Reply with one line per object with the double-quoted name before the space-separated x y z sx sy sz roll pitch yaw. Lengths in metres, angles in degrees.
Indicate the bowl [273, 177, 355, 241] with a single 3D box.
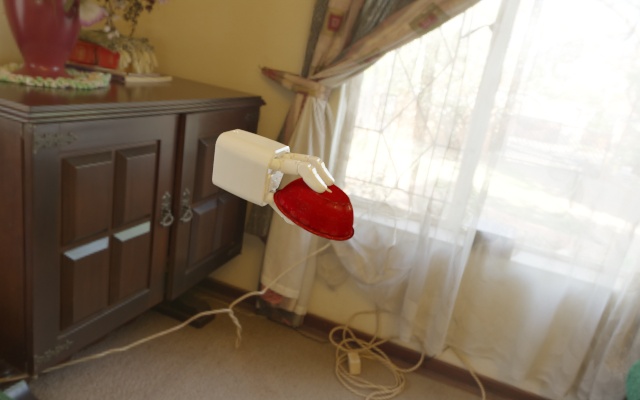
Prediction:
"bowl" 0.002 0.003 0.849 0.162 0.055 0.162 25 21 -10
